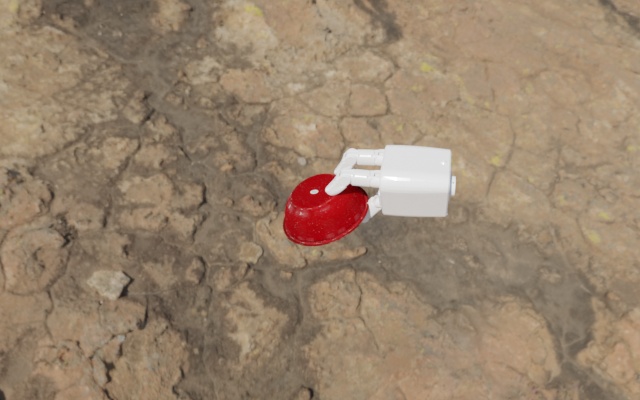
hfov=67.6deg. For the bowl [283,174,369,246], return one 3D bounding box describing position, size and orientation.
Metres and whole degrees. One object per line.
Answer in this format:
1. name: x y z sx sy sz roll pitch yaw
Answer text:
1. bowl: -0.001 0.003 0.830 0.162 0.055 0.162 -16 38 12
